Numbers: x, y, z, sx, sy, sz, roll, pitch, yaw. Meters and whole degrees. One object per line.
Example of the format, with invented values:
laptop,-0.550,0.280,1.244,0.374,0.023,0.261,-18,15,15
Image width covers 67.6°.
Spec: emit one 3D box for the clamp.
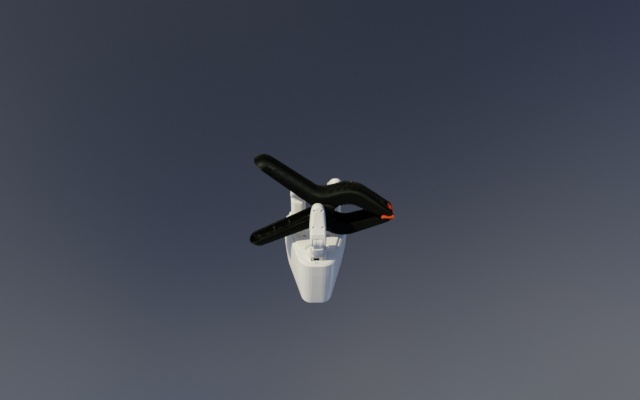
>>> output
clamp,0.001,0.003,0.668,0.210,0.165,0.036,-1,44,-3
